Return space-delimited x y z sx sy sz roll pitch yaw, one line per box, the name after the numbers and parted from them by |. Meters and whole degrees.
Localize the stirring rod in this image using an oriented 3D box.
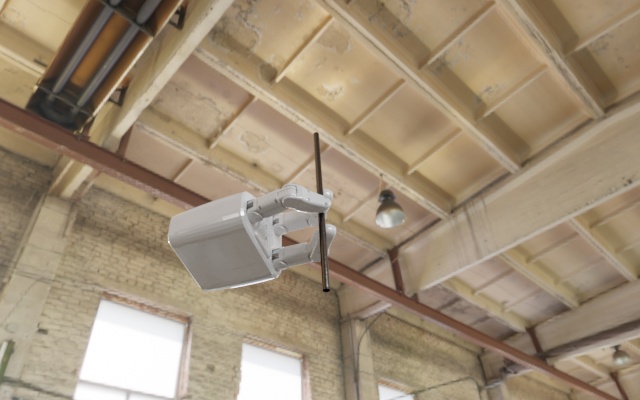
0.000 0.002 0.578 0.011 0.239 0.011 -2 -39 -2 | stirring rod
